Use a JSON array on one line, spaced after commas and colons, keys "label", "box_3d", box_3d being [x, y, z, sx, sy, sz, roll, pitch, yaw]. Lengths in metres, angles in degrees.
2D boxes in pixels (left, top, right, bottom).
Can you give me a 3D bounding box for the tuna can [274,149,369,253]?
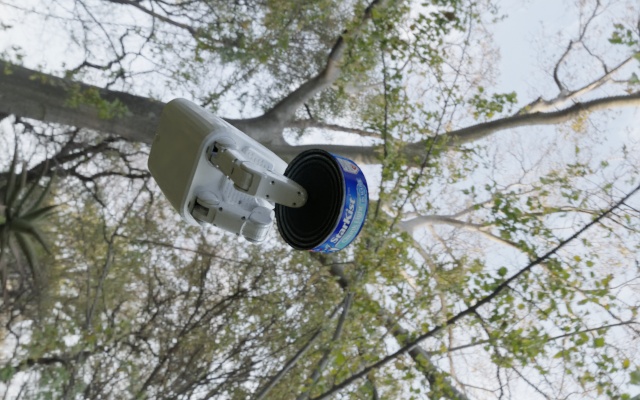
[{"label": "tuna can", "box_3d": [0.001, 0.001, 0.406, 0.034, 0.086, 0.086, 12, -8, -42]}]
